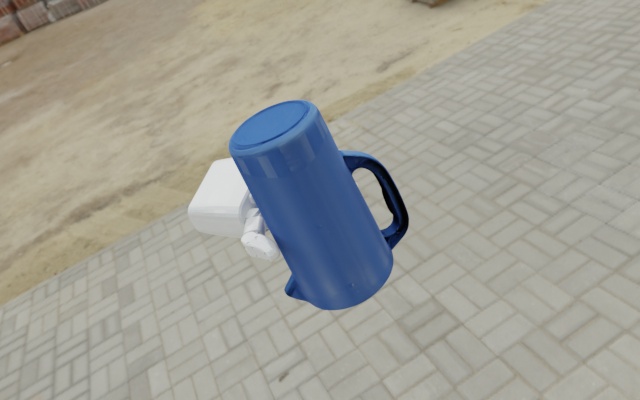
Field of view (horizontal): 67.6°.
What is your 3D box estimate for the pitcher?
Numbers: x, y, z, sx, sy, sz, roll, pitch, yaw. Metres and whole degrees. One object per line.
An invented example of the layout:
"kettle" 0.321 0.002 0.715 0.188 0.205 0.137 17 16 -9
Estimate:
"pitcher" 0.000 0.002 0.579 0.145 0.243 0.149 -1 40 34
